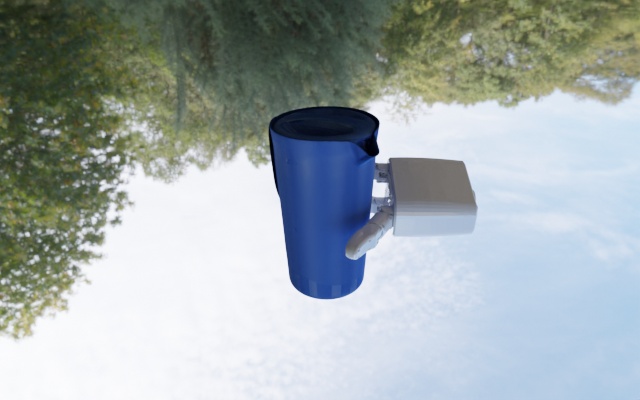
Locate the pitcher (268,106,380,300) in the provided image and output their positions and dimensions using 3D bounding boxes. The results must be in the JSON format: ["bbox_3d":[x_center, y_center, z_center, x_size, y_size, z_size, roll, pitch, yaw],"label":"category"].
[{"bbox_3d":[0.000,0.002,0.636,0.145,0.243,0.149,0,28,1],"label":"pitcher"}]
